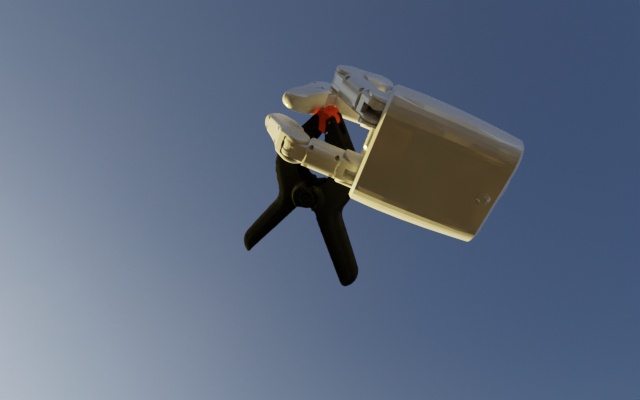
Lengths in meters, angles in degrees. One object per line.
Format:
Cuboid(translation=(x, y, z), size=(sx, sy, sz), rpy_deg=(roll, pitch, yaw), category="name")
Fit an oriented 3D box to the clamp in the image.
Cuboid(translation=(0.000, 0.001, 0.446), size=(0.120, 0.171, 0.039), rpy_deg=(23, 30, 4), category="clamp")
